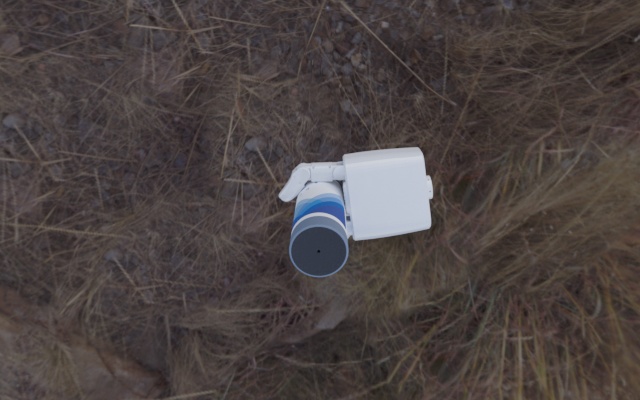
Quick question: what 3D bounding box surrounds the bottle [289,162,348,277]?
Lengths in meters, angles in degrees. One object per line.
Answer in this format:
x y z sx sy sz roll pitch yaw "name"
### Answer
0.000 0.002 0.667 0.069 0.069 0.295 0 22 1 "bottle"
